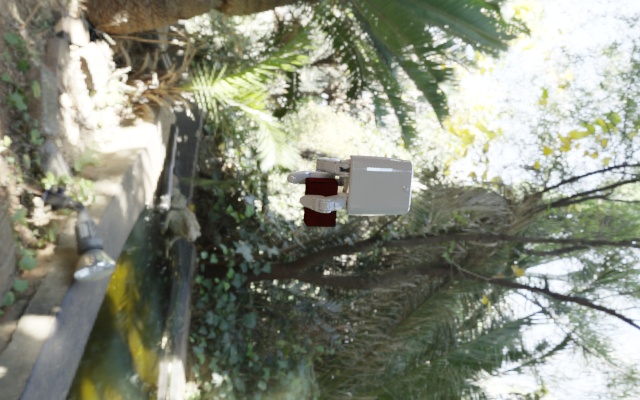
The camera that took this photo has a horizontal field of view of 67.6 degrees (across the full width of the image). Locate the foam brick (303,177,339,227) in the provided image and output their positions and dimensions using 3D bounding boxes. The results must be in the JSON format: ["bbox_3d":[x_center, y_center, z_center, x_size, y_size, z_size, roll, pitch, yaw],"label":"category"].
[{"bbox_3d":[0.000,0.003,0.811,0.051,0.078,0.053,2,11,-8],"label":"foam brick"}]
